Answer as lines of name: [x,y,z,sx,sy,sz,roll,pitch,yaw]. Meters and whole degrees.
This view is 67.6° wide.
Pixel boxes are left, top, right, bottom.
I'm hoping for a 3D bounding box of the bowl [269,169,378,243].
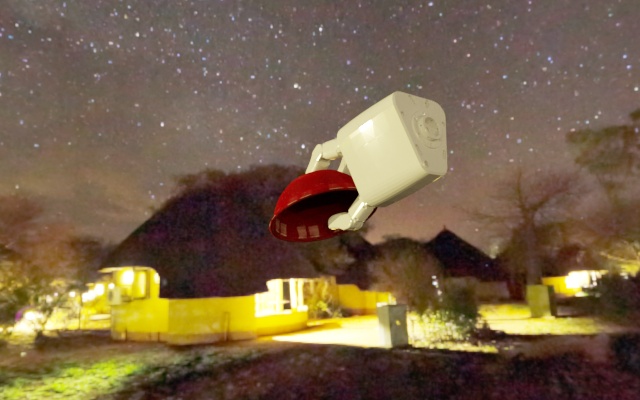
bowl: [-0.001,0.003,0.695,0.162,0.055,0.162,-13,-27,-7]
